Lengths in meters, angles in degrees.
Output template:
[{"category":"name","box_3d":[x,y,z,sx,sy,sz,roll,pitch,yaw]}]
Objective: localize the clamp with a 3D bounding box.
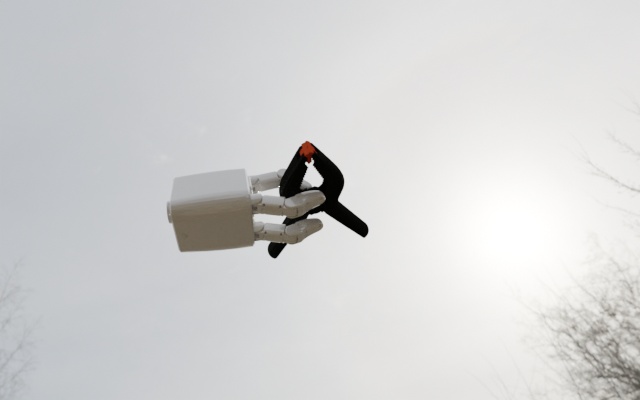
[{"category":"clamp","box_3d":[0.000,0.001,0.705,0.164,0.210,0.036,-8,45,-12]}]
